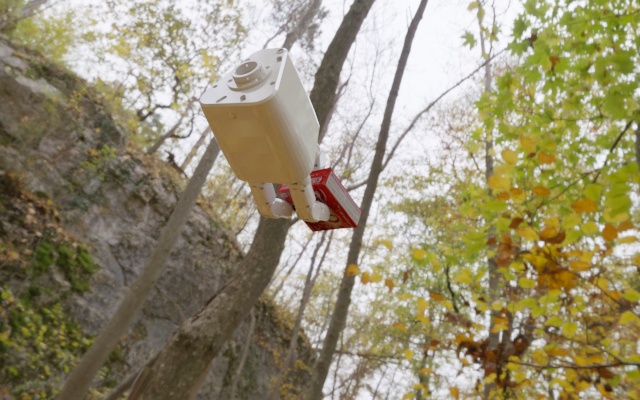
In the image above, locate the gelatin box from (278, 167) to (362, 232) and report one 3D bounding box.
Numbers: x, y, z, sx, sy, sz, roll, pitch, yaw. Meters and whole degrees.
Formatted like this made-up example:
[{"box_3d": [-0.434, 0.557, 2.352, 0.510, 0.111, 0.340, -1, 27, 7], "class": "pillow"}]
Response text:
[{"box_3d": [0.000, 0.002, 0.613, 0.073, 0.030, 0.089, -8, -44, 35], "class": "gelatin box"}]
